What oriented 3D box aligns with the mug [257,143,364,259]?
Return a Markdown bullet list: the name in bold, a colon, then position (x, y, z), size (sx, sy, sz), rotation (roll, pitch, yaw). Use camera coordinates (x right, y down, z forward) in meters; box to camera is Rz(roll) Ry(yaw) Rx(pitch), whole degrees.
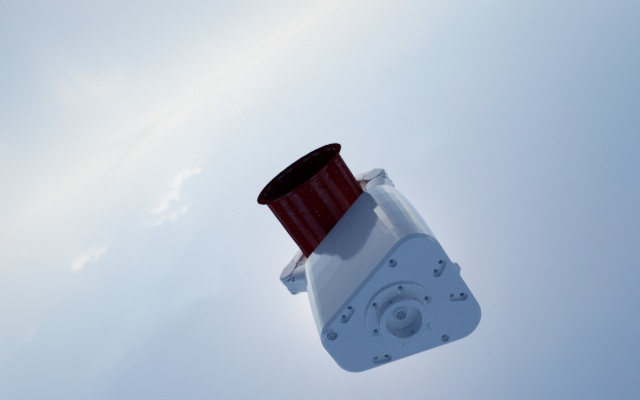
- **mug**: position (0.000, 0.001, 0.463), size (0.093, 0.081, 0.117), rotation (-33, 18, 6)
